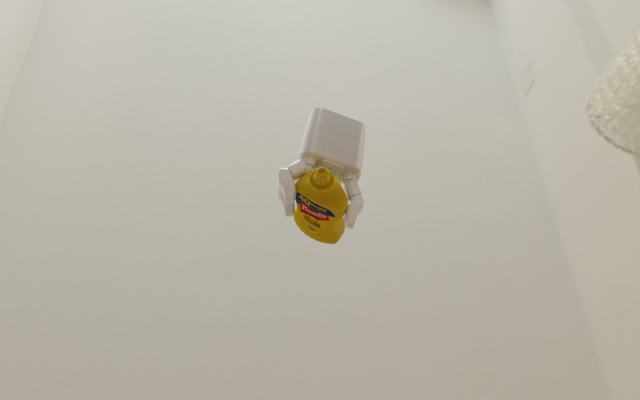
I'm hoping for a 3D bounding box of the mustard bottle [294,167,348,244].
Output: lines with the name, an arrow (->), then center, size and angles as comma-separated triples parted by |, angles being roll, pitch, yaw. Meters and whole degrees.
mustard bottle -> 0.000, 0.003, 0.812 | 0.096, 0.058, 0.192 | 31, -26, 14
